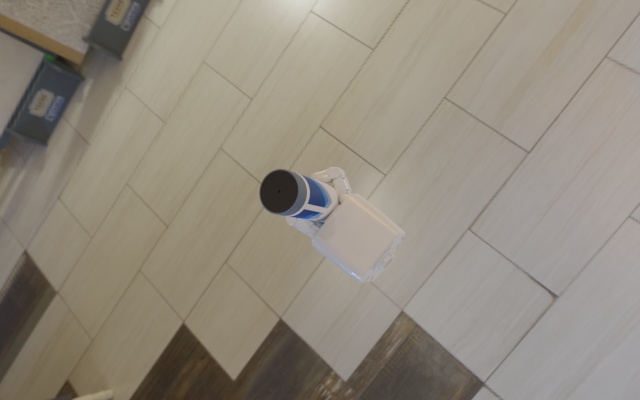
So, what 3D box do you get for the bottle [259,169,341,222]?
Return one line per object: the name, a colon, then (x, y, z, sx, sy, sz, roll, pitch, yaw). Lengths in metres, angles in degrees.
bottle: (0.000, 0.003, 0.815, 0.069, 0.069, 0.296, 0, -6, 24)
